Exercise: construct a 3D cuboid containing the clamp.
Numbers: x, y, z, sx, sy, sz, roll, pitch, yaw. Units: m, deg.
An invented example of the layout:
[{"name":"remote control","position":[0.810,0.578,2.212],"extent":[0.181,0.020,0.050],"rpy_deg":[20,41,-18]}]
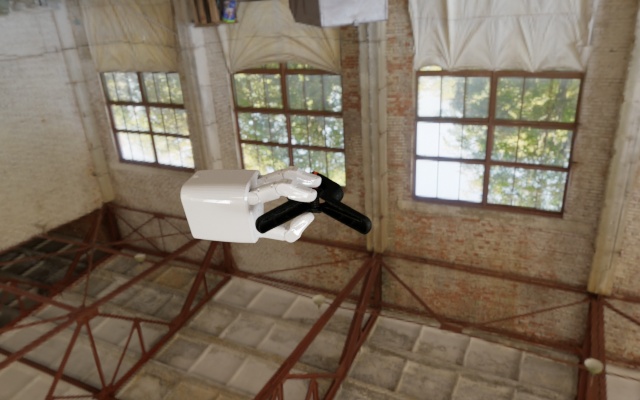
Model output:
[{"name":"clamp","position":[0.000,0.003,0.754],"extent":[0.164,0.036,0.210],"rpy_deg":[4,23,6]}]
